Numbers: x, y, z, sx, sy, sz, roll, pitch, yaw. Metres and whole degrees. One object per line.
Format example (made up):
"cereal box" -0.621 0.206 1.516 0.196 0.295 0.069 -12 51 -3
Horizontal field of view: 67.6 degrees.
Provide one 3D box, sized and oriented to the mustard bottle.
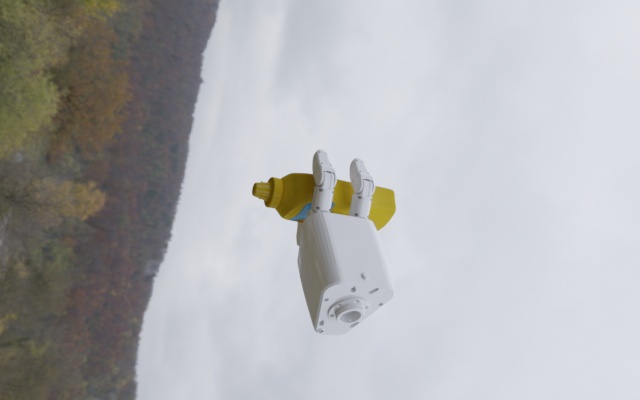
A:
"mustard bottle" 0.000 0.002 0.653 0.191 0.058 0.096 10 -26 -24
